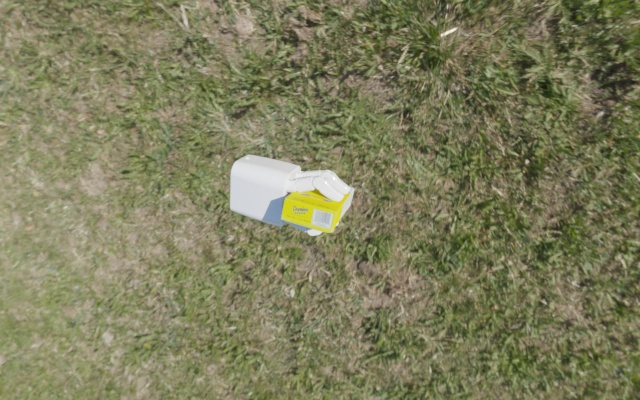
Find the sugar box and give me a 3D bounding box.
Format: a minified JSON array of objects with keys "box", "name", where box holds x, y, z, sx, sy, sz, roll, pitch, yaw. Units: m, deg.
[{"box":[0.000,0.002,0.870,0.093,0.048,0.176,16,20,9],"name":"sugar box"}]
